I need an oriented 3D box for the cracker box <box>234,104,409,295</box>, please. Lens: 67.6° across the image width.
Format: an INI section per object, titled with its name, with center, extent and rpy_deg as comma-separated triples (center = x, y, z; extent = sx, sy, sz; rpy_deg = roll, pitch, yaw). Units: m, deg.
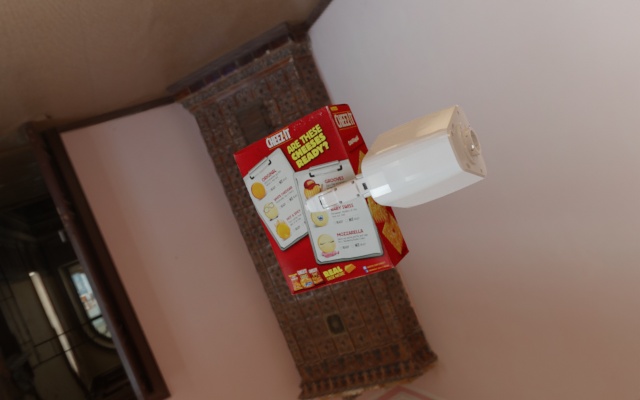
[cracker box]
center = 0.000, 0.002, 0.641
extent = 0.164, 0.213, 0.072
rpy_deg = -21, 2, 31
